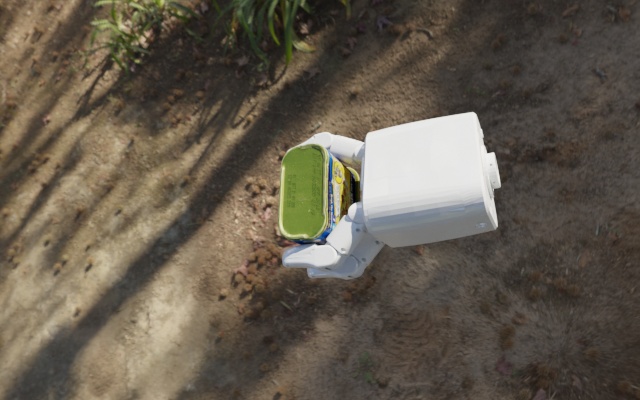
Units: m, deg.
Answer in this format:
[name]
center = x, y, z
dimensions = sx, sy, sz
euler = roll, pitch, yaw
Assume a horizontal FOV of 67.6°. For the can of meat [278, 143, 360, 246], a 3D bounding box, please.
[can of meat]
center = 0.000, 0.001, 0.490
dimensions = 0.057, 0.102, 0.084
euler = -7, -19, 24
